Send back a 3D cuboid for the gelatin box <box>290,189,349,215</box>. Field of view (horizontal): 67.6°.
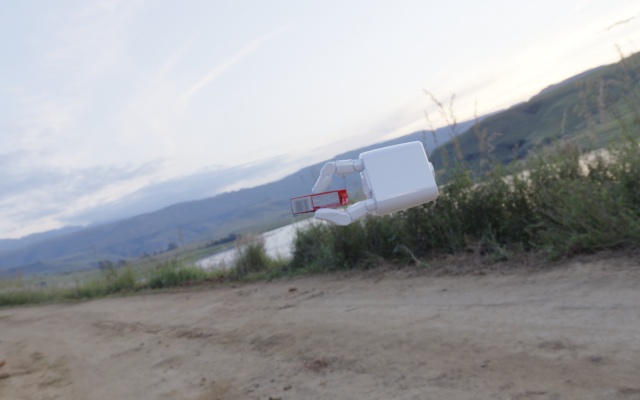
[{"bbox_3d":[0.000,0.002,0.831,0.089,0.030,0.073,-10,0,12],"label":"gelatin box"}]
